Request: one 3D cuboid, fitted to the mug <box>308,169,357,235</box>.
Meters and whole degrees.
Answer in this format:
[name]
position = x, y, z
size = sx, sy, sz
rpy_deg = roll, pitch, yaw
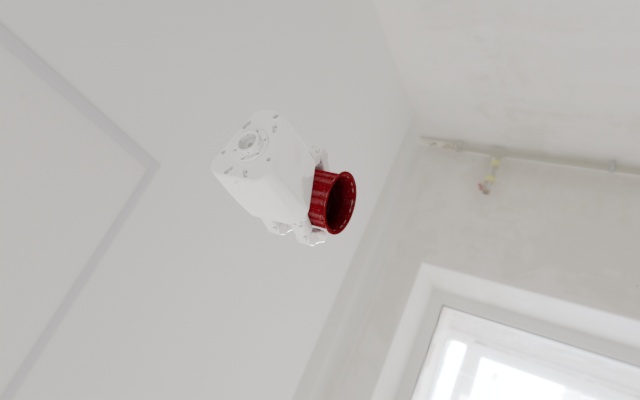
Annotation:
[mug]
position = 0.000, 0.003, 0.714
size = 0.081, 0.093, 0.117
rpy_deg = 13, -24, 30
